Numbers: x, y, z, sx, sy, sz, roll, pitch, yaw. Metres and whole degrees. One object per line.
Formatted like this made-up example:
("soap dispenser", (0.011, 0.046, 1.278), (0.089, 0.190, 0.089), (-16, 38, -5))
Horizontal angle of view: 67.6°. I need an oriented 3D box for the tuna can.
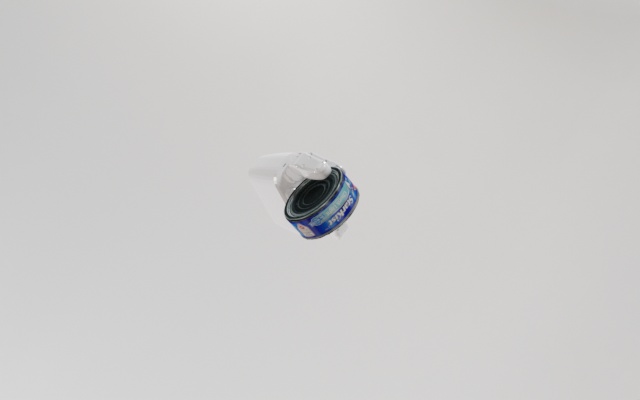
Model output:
("tuna can", (0.000, 0.001, 0.547), (0.086, 0.086, 0.034), (0, -42, 52))
